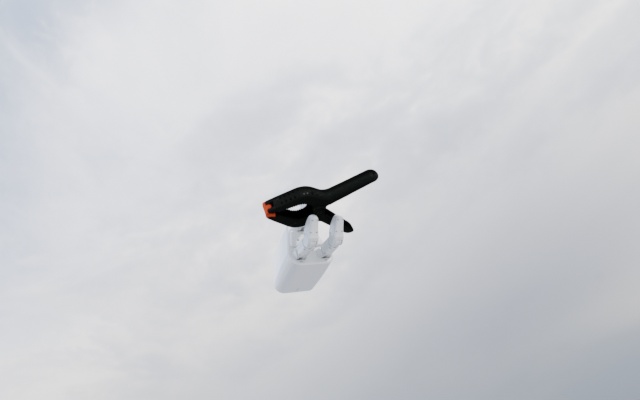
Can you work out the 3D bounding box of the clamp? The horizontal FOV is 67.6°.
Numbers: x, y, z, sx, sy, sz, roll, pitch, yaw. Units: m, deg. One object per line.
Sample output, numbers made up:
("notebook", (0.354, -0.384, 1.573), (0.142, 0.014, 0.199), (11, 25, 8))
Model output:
("clamp", (-0.001, 0.002, 0.876), (0.210, 0.036, 0.165), (1, -45, -29))
